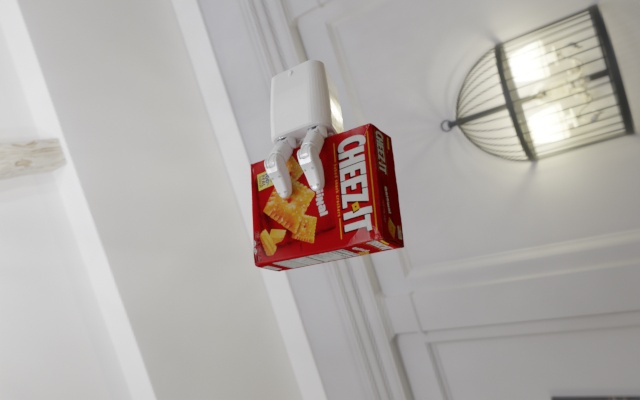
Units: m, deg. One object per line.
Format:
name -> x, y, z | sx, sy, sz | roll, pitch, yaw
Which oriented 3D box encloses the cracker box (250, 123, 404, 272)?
cracker box -> 0.000, 0.002, 0.682 | 0.214, 0.164, 0.072 | -15, -21, 31
